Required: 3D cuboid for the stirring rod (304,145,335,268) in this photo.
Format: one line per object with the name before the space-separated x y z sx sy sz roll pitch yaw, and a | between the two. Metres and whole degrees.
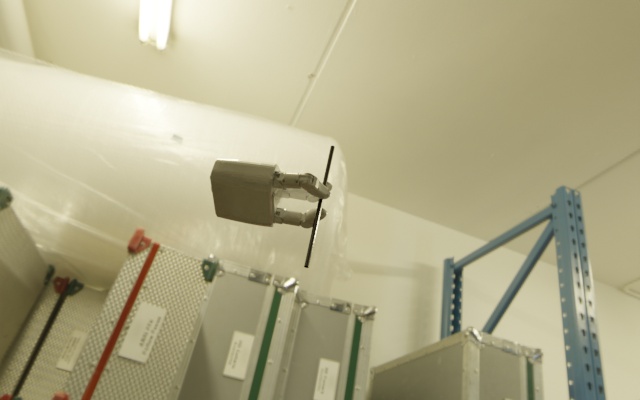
stirring rod | 0.000 0.003 0.798 0.011 0.239 0.011 9 -32 6
